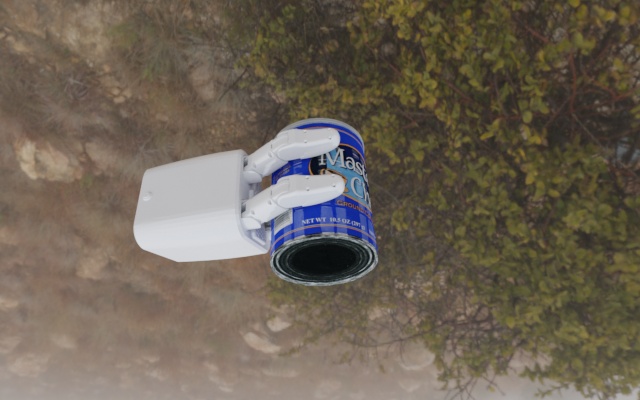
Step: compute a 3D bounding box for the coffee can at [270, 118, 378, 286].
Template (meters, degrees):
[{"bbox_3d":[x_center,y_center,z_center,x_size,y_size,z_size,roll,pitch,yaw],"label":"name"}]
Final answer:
[{"bbox_3d":[0.000,0.001,0.488,0.103,0.140,0.103,-2,-34,-2],"label":"coffee can"}]
